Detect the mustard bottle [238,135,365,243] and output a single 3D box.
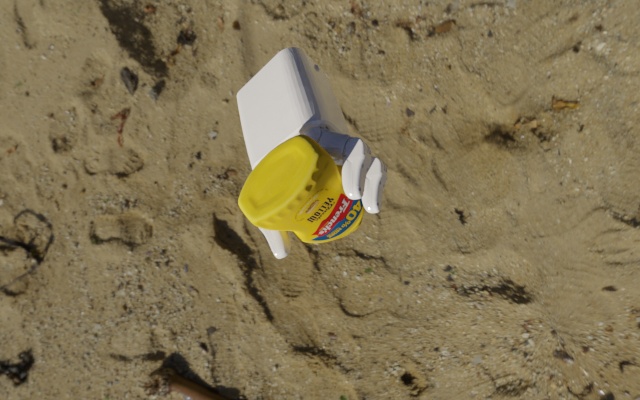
[{"bbox_3d":[0.000,0.002,0.519,0.058,0.096,0.192,47,9,28],"label":"mustard bottle"}]
